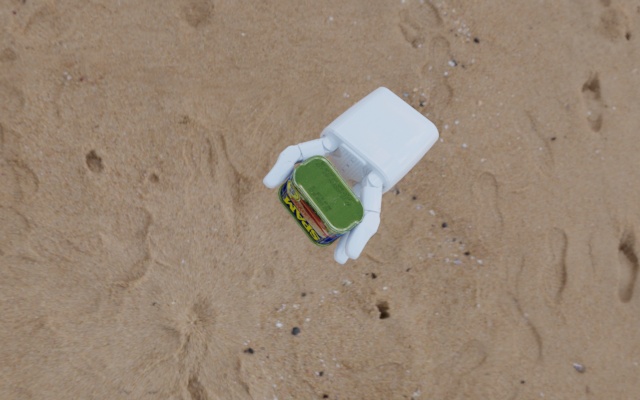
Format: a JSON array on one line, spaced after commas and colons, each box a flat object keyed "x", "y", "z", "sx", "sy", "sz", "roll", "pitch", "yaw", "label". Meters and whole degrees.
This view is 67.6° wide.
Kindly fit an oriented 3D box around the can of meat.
[{"x": 0.000, "y": 0.002, "z": 0.585, "sx": 0.057, "sy": 0.102, "sz": 0.084, "roll": -38, "pitch": -2, "yaw": -21, "label": "can of meat"}]
